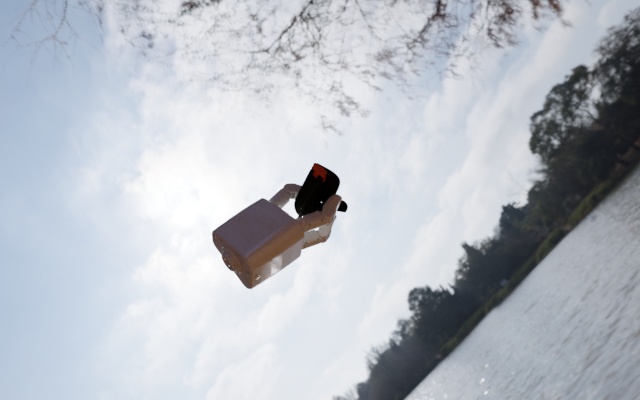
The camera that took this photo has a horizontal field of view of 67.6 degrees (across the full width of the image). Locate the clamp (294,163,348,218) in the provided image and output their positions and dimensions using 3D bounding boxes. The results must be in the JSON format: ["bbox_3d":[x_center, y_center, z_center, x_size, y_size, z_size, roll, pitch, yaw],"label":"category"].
[{"bbox_3d":[-0.001,0.002,0.832,0.164,0.036,0.210,-36,-24,-30],"label":"clamp"}]
